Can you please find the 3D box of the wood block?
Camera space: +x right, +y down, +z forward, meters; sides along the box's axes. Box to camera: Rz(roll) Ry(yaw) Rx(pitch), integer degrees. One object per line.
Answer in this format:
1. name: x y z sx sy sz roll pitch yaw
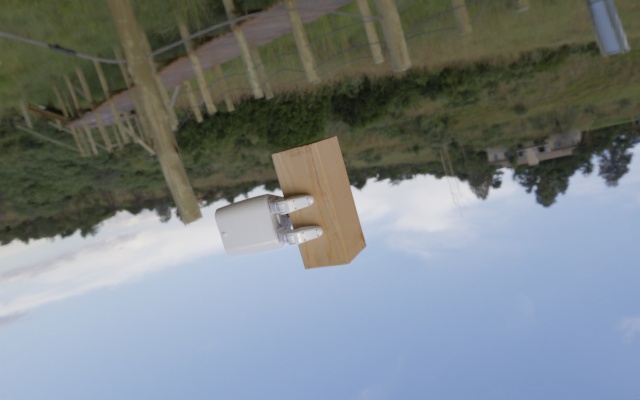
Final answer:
1. wood block: 0.000 0.003 0.828 0.090 0.206 0.091 -11 10 27
